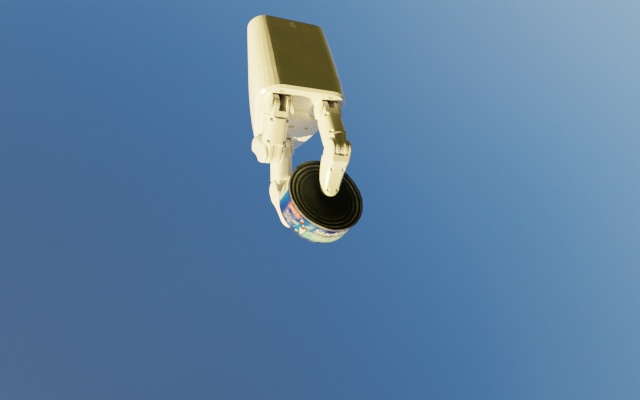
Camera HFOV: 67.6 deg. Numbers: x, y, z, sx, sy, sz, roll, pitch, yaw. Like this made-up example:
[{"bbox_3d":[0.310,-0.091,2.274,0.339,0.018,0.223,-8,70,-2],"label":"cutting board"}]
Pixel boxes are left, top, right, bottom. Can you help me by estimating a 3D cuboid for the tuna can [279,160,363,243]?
[{"bbox_3d":[0.000,0.002,0.508,0.086,0.086,0.034,0,-31,-30],"label":"tuna can"}]
